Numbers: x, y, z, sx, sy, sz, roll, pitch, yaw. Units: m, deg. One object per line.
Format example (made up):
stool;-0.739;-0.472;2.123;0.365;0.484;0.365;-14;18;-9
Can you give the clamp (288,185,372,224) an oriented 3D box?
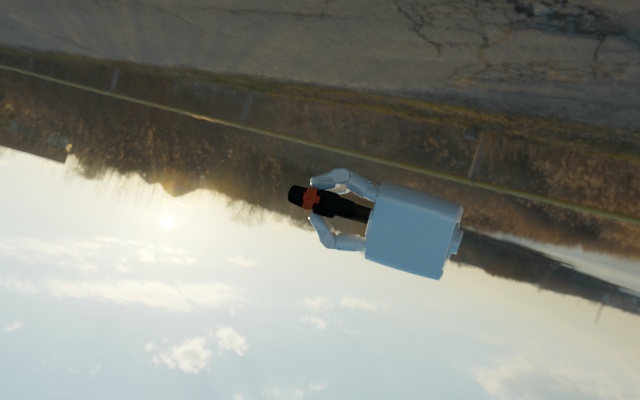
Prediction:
clamp;0.000;0.003;0.678;0.164;0.036;0.210;15;-1;20
